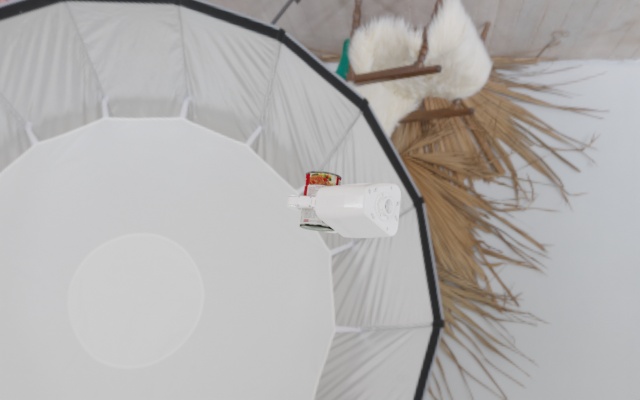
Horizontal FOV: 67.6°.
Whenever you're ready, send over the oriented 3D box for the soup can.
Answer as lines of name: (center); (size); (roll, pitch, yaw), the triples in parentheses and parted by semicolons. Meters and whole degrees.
soup can: (0.000, 0.003, 0.885); (0.068, 0.102, 0.068); (7, -10, 1)
